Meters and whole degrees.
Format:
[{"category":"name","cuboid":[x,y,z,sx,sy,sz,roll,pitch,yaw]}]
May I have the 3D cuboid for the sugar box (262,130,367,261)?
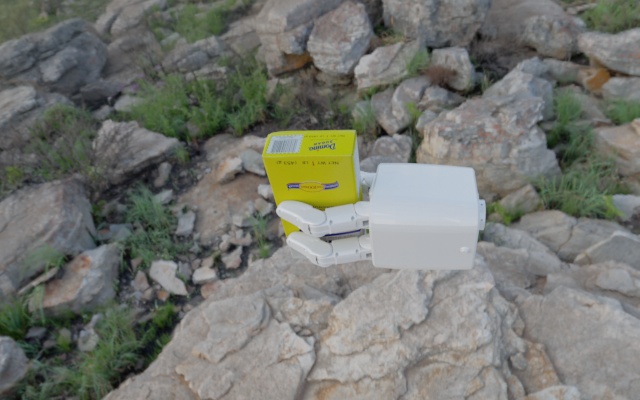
[{"category":"sugar box","cuboid":[0.000,0.002,0.535,0.093,0.048,0.176,1,-44,12]}]
